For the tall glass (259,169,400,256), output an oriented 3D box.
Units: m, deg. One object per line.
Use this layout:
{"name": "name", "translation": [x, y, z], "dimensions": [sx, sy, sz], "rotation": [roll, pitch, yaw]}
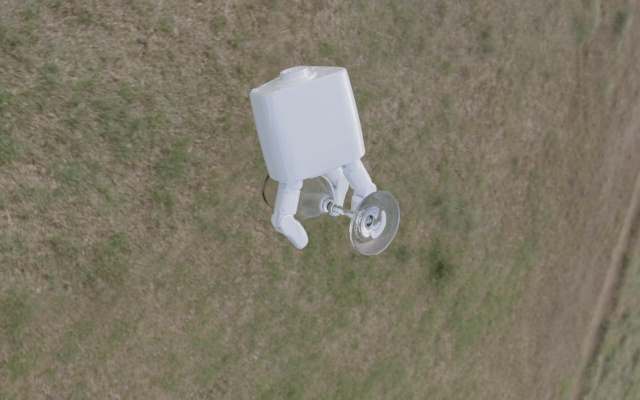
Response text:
{"name": "tall glass", "translation": [0.000, 0.002, 0.598], "dimensions": [0.079, 0.079, 0.201], "rotation": [0, 13, -39]}
